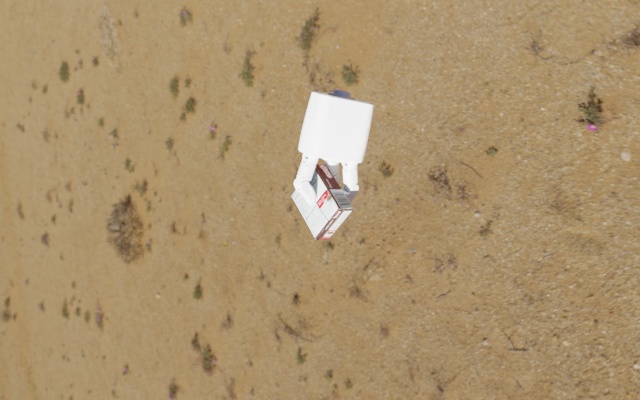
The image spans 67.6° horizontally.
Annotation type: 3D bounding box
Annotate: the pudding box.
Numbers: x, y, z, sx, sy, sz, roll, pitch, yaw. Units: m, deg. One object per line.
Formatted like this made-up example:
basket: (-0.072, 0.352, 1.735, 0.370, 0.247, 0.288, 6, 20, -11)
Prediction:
pudding box: (0.000, 0.003, 0.881, 0.039, 0.113, 0.090, 1, -43, -41)
